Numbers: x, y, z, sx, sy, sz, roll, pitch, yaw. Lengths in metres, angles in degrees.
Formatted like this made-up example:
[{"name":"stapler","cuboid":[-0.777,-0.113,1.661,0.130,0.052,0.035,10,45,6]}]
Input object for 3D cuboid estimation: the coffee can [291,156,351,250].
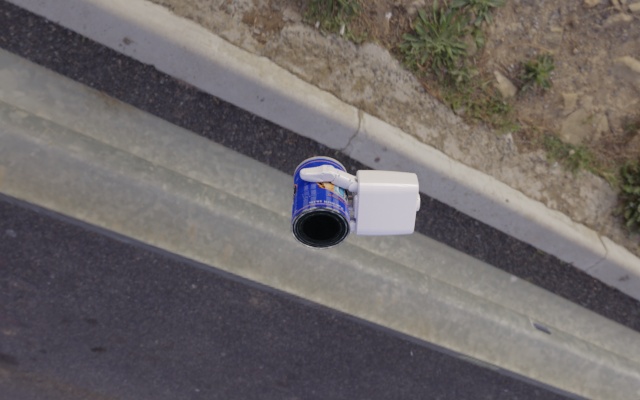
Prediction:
[{"name":"coffee can","cuboid":[0.000,0.003,0.862,0.103,0.103,0.140,0,43,0]}]
